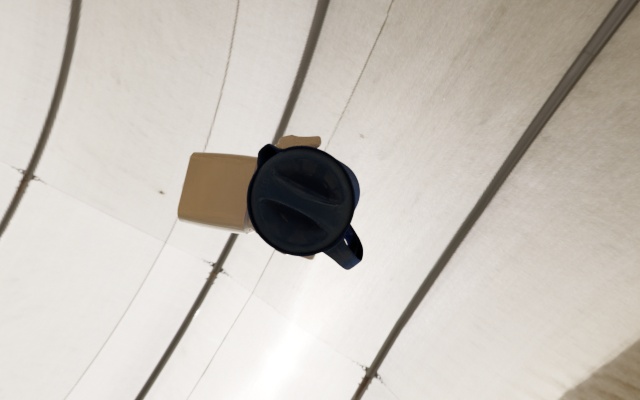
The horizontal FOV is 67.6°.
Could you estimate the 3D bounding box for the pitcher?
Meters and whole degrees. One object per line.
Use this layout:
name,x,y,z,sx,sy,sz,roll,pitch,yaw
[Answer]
pitcher,0.000,0.002,0.680,0.145,0.149,0.243,7,5,9
